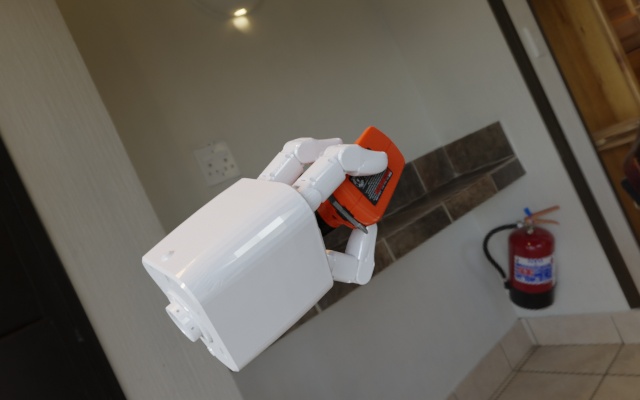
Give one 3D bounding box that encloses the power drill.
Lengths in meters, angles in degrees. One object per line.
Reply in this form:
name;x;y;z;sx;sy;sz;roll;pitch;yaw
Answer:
power drill;0.000;0.002;0.499;0.188;0.057;0.184;-36;18;44
